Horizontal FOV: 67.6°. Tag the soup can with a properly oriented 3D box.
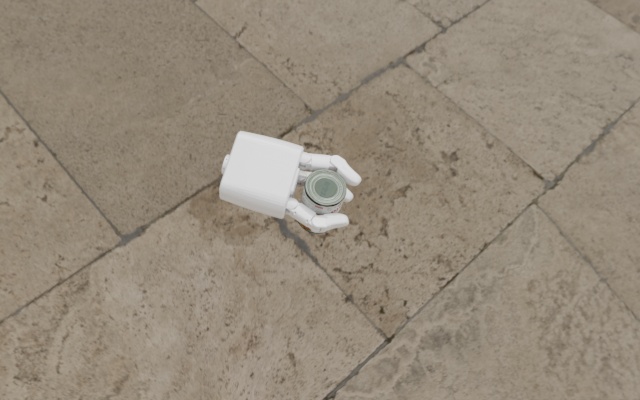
[{"bbox_3d":[0.001,0.003,0.773,0.068,0.068,0.102,0,-28,-11],"label":"soup can"}]
